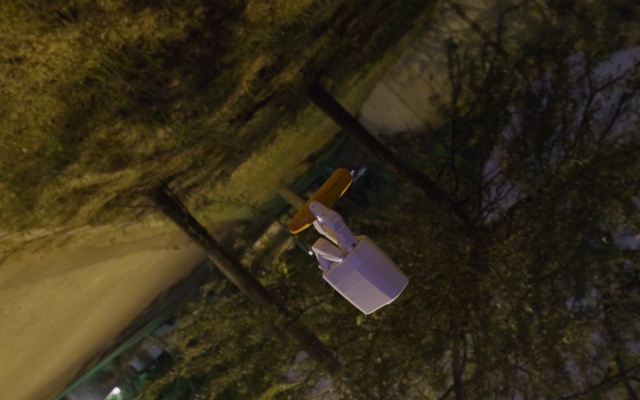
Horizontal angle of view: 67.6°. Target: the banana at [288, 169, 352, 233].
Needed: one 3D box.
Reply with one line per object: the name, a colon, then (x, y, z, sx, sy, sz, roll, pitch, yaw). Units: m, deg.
banana: (0.011, -0.009, 0.835, 0.070, 0.037, 0.197, -46, 1, 40)
